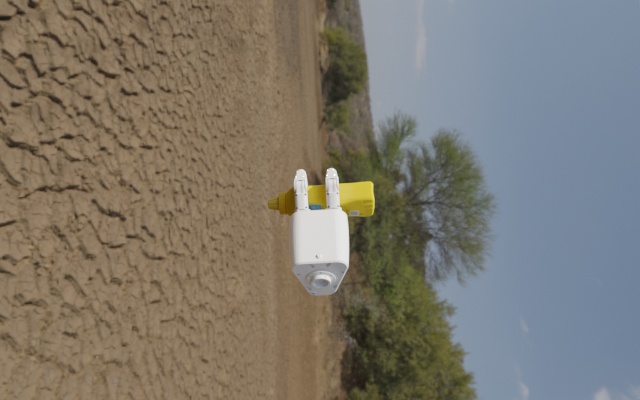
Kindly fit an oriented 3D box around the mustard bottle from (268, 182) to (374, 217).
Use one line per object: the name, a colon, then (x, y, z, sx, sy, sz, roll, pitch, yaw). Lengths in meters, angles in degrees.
mustard bottle: (0.000, 0.003, 0.876, 0.191, 0.058, 0.096, -3, -17, 1)
